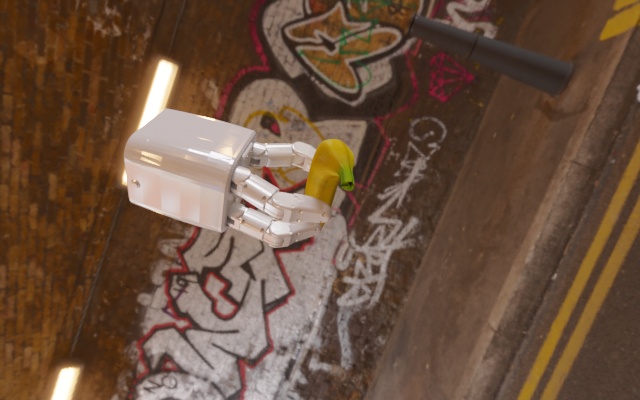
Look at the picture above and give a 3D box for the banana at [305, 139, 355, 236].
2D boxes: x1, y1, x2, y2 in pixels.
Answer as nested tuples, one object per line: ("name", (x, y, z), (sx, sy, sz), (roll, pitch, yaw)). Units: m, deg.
("banana", (0.004, -0.017, 0.506), (0.037, 0.069, 0.198), (12, -18, -5))
